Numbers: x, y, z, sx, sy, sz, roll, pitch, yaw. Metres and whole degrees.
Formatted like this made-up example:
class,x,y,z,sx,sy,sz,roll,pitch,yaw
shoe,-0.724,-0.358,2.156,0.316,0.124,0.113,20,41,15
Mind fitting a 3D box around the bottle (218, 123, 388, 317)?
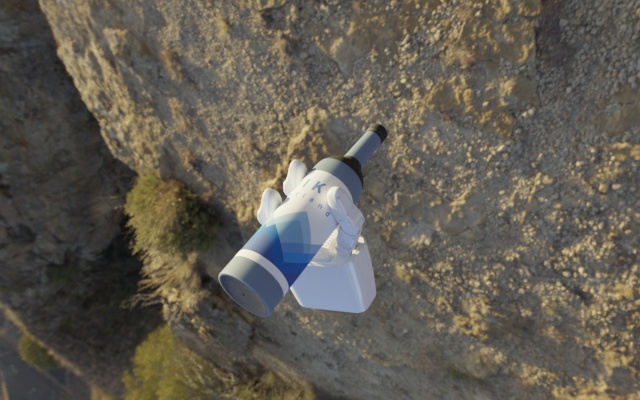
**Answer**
class,x,y,z,sx,sy,sz,roll,pitch,yaw
bottle,0.000,0.002,0.567,0.069,0.069,0.295,0,40,45
